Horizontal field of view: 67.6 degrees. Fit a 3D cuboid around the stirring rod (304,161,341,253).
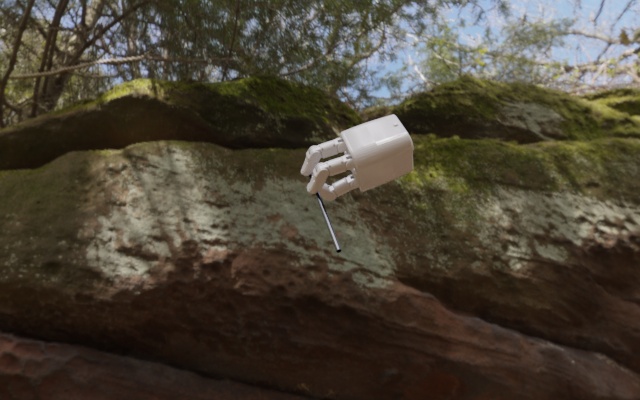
[{"bbox_3d":[0.000,0.003,0.832,0.011,0.011,0.239,0,39,-18],"label":"stirring rod"}]
